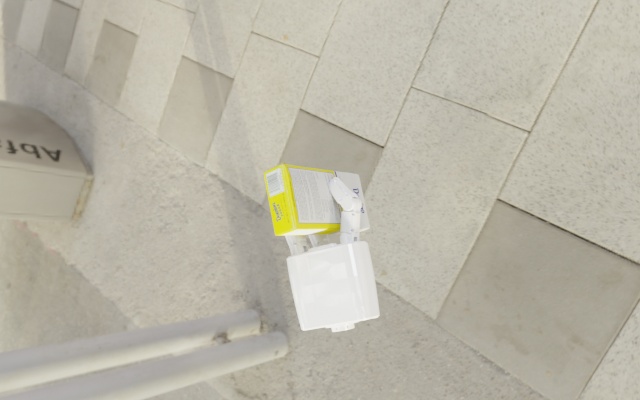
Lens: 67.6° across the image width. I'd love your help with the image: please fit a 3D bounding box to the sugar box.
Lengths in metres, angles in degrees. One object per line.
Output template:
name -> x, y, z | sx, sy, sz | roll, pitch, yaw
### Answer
sugar box -> 0.000, 0.003, 0.699 | 0.048, 0.093, 0.176 | -20, -15, 34
